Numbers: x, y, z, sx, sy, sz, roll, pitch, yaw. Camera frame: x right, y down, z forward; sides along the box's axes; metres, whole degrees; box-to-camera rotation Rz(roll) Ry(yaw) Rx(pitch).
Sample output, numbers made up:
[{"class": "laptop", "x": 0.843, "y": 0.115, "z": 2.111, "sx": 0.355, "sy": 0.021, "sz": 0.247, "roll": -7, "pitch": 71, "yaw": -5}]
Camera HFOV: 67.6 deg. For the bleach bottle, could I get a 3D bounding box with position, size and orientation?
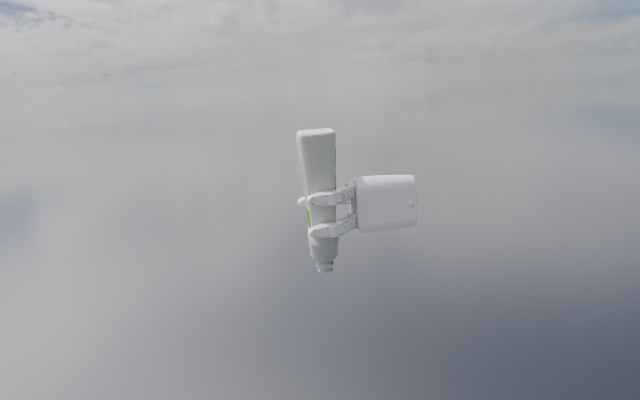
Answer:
[{"class": "bleach bottle", "x": 0.000, "y": 0.003, "z": 0.845, "sx": 0.068, "sy": 0.251, "sz": 0.102, "roll": -4, "pitch": 13, "yaw": -2}]
